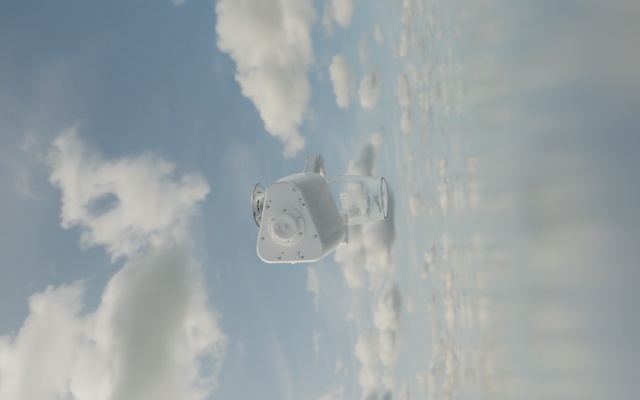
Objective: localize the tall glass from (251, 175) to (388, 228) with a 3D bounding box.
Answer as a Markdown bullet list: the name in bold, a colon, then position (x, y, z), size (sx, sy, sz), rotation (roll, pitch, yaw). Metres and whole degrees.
- **tall glass**: position (-0.001, 0.002, 0.733), size (0.201, 0.079, 0.079), rotation (-4, -1, 16)
